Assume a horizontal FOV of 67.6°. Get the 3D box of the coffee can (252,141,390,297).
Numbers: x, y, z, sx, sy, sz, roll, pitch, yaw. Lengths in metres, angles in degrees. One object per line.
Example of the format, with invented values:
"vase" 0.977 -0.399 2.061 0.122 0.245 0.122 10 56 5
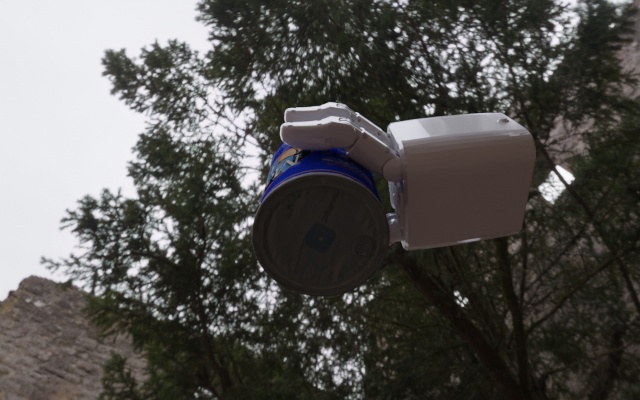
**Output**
"coffee can" 0.000 0.002 0.417 0.103 0.103 0.140 0 24 0
